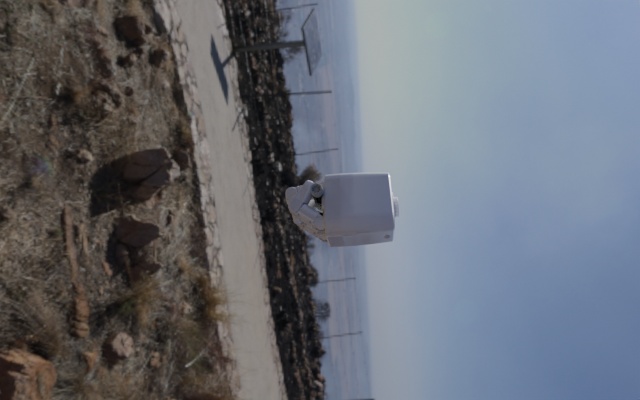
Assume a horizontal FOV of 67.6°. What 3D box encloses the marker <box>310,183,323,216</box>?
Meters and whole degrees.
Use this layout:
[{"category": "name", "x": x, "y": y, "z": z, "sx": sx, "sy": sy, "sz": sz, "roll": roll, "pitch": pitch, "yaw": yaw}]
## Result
[{"category": "marker", "x": 0.000, "y": 0.003, "z": 0.783, "sx": 0.020, "sy": 0.020, "sz": 0.121, "roll": 0, "pitch": -20, "yaw": 7}]
